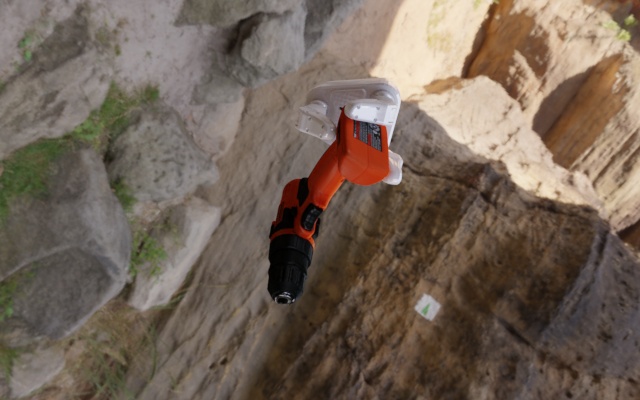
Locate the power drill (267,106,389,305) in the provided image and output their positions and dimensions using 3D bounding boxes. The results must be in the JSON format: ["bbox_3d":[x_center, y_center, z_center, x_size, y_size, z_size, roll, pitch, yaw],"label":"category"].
[{"bbox_3d":[0.000,0.001,0.526,0.057,0.184,0.188,25,-51,-19],"label":"power drill"}]
